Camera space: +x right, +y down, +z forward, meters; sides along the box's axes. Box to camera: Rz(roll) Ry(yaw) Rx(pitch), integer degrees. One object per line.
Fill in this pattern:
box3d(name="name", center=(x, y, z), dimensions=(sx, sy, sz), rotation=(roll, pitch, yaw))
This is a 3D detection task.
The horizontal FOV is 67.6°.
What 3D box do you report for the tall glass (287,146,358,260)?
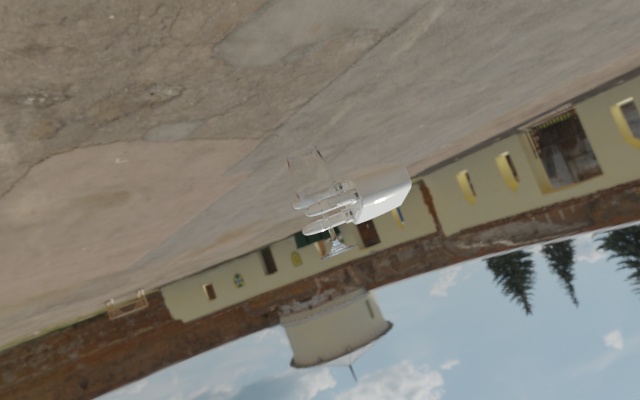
box3d(name="tall glass", center=(0.000, 0.004, 0.887), dimensions=(0.079, 0.201, 0.079), rotation=(-21, -5, -2))
